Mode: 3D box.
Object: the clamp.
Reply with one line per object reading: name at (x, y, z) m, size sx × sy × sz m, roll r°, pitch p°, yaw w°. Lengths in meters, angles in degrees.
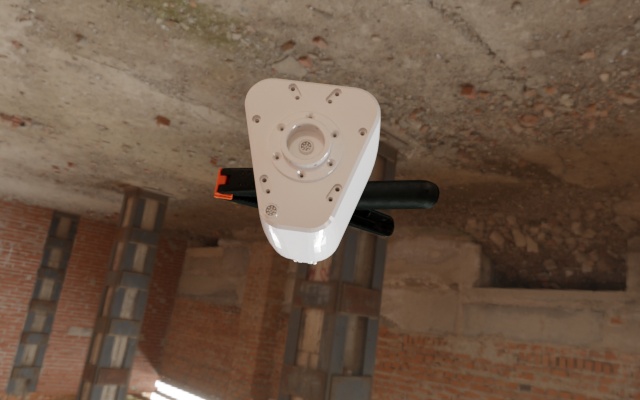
clamp at (-0.001, 0.002, 0.492) m, size 0.210 × 0.036 × 0.165 m, roll 7°, pitch -16°, yaw 2°
